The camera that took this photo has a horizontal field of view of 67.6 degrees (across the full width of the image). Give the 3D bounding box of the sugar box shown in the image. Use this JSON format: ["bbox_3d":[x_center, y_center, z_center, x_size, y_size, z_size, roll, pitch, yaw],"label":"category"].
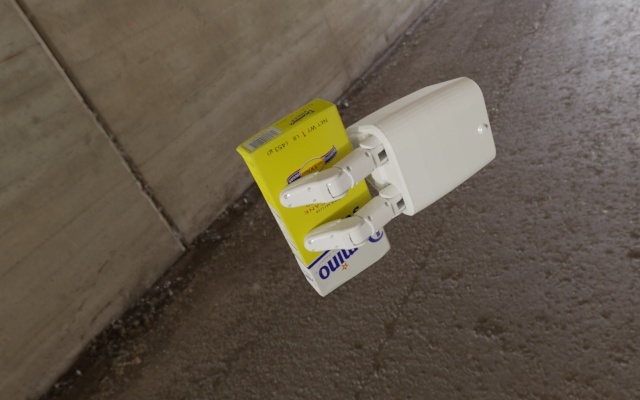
[{"bbox_3d":[0.000,0.002,0.468,0.093,0.176,0.048,-33,29,-12],"label":"sugar box"}]
